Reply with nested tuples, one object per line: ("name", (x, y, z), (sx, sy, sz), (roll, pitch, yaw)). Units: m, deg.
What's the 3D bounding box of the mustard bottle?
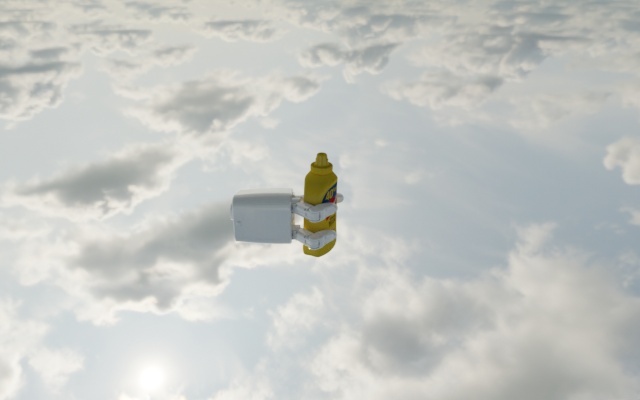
("mustard bottle", (0.000, 0.003, 0.892), (0.058, 0.192, 0.096), (12, 27, 21))
